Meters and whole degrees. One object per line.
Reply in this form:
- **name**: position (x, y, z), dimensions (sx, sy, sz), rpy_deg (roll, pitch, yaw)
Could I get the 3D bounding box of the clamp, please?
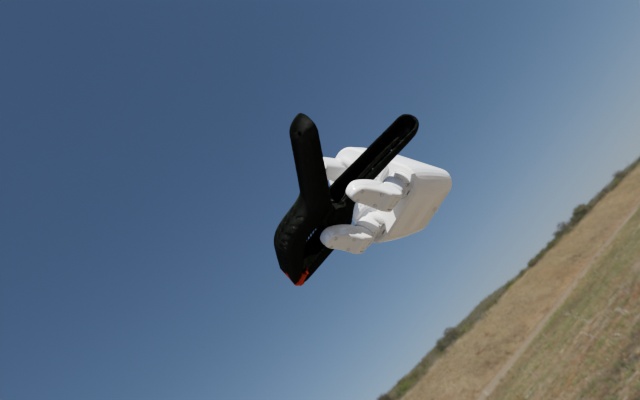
- **clamp**: position (-0.001, 0.001, 0.466), dimensions (0.164, 0.210, 0.036), rpy_deg (-2, 38, -49)
